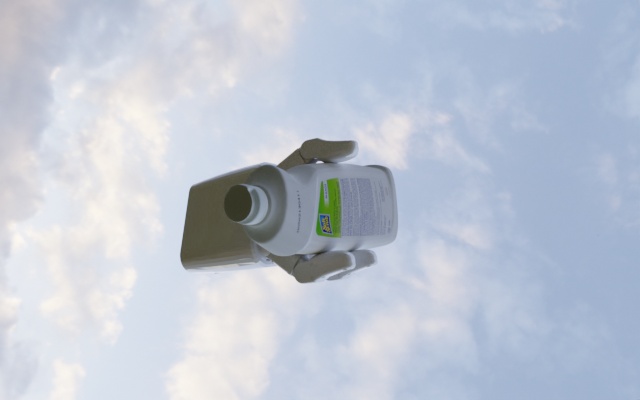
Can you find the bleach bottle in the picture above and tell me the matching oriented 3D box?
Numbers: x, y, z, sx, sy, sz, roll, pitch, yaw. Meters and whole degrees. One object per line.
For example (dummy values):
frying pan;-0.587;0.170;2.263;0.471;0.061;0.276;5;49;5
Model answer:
bleach bottle;0.000;0.002;0.470;0.068;0.102;0.251;-10;-8;30
